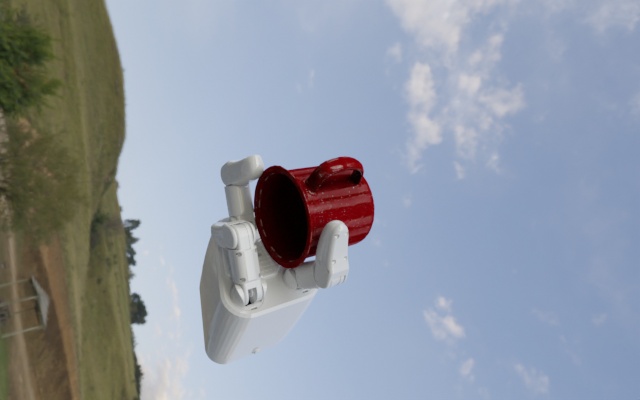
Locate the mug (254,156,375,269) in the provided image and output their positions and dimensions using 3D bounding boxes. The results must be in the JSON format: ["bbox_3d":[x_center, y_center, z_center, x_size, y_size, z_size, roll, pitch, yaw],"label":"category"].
[{"bbox_3d":[0.001,0.000,0.438,0.081,0.093,0.117,-11,-34,-36],"label":"mug"}]
